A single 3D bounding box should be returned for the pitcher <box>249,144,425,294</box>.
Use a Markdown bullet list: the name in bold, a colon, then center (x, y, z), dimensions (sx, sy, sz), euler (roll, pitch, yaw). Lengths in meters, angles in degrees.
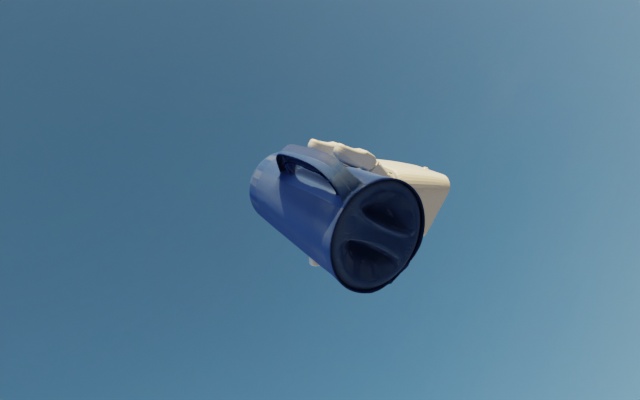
- **pitcher**: center (0.000, 0.002, 0.607), dimensions (0.145, 0.149, 0.242), euler (1, 15, -34)
